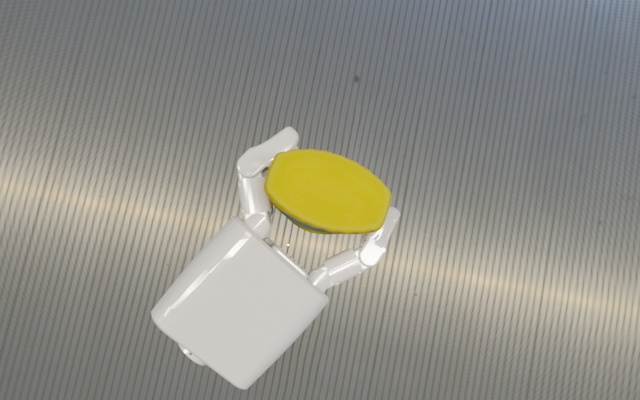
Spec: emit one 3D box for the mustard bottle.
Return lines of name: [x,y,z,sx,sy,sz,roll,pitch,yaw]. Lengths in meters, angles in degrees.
mustard bottle: [0.000,0.001,0.445,0.096,0.058,0.191,17,-6,-2]
